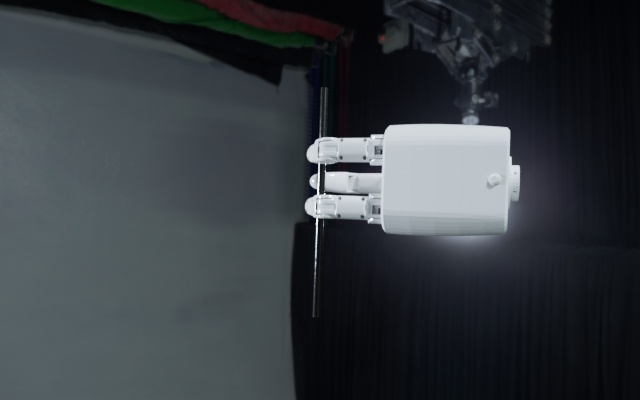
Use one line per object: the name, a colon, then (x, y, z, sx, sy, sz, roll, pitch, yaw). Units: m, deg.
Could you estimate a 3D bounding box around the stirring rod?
stirring rod: (0.000, 0.002, 0.502, 0.011, 0.239, 0.011, 2, -1, 0)
